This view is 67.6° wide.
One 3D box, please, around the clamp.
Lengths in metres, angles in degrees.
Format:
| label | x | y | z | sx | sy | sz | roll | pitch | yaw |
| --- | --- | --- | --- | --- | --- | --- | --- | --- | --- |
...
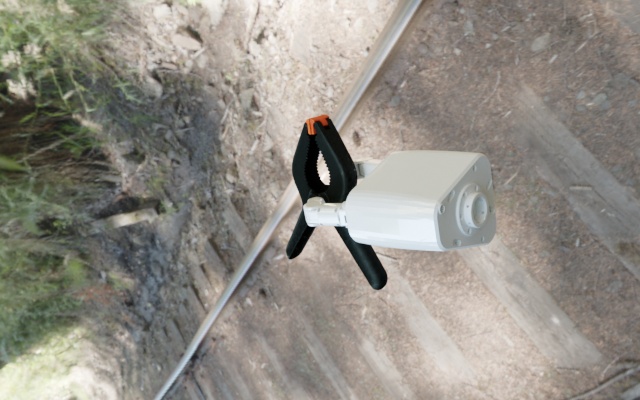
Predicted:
| label | x | y | z | sx | sy | sz | roll | pitch | yaw |
| --- | --- | --- | --- | --- | --- | --- | --- | --- | --- |
| clamp | 0.000 | 0.002 | 0.591 | 0.164 | 0.210 | 0.036 | 3 | 20 | 44 |
